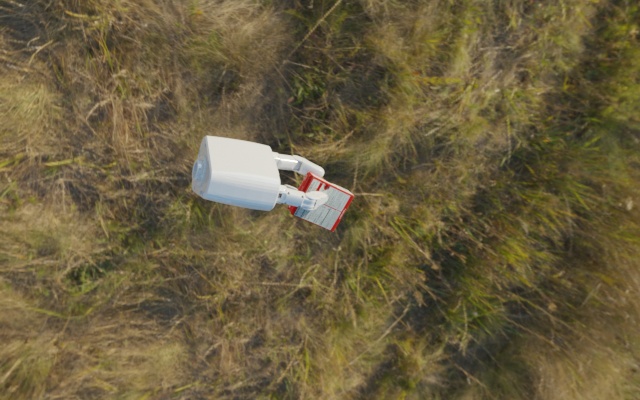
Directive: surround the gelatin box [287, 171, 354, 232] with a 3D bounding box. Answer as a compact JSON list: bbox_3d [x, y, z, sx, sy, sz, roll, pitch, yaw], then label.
[{"bbox_3d":[0.001,0.003,0.795,0.089,0.073,0.030,24,11,-28],"label":"gelatin box"}]
